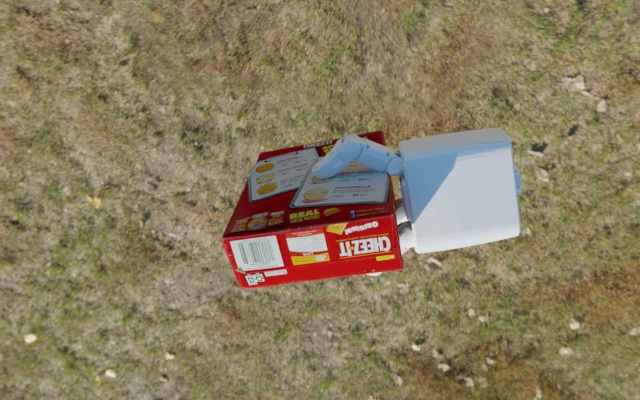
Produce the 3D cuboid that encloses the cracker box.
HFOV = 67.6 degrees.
[{"bbox_3d":[0.000,0.002,0.534,0.164,0.072,0.213,-9,27,9],"label":"cracker box"}]
